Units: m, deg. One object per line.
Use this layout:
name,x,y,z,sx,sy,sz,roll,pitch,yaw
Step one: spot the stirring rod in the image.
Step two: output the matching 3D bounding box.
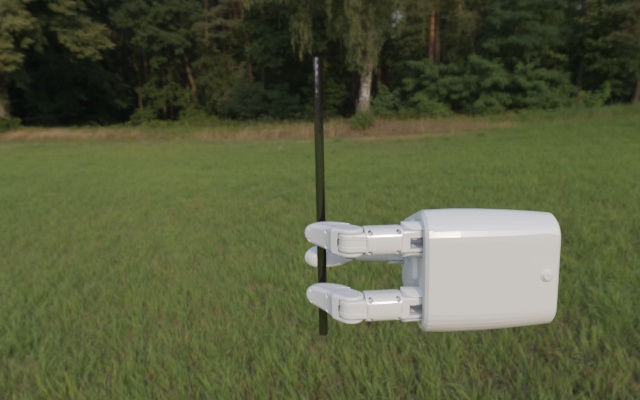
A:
stirring rod,0.000,0.001,0.411,0.011,0.239,0.011,-1,9,0
